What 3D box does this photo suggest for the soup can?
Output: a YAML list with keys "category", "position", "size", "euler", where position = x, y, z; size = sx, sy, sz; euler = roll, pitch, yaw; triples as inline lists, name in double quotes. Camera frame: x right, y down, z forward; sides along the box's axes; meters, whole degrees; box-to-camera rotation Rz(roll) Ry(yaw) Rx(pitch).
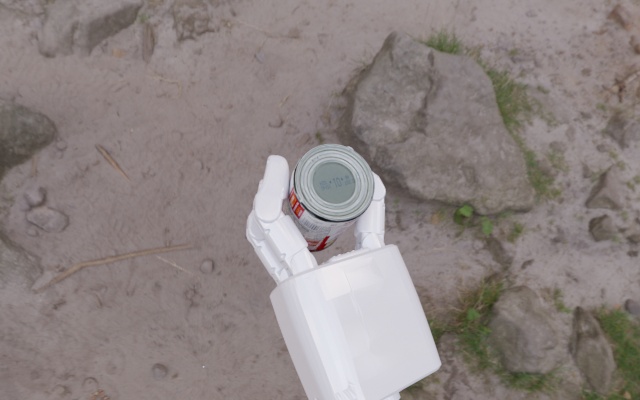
- category: "soup can"
  position: [0.000, 0.001, 0.418]
  size: [0.068, 0.068, 0.102]
  euler: [0, -19, -14]
